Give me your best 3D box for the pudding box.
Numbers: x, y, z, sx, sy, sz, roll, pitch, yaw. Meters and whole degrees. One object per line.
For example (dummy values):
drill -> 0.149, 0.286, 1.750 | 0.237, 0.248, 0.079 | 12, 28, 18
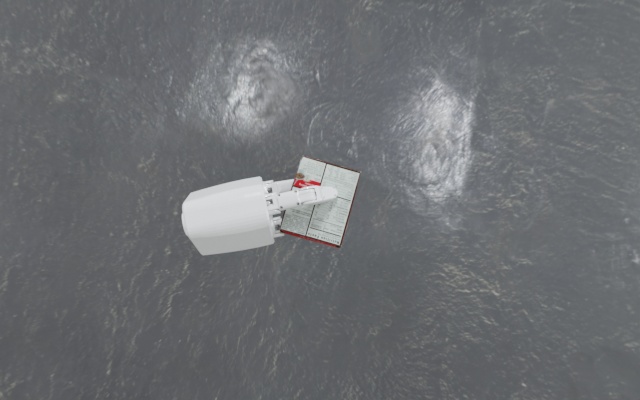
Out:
pudding box -> 0.000, 0.002, 0.669 | 0.090, 0.113, 0.039 | 16, -6, -1
